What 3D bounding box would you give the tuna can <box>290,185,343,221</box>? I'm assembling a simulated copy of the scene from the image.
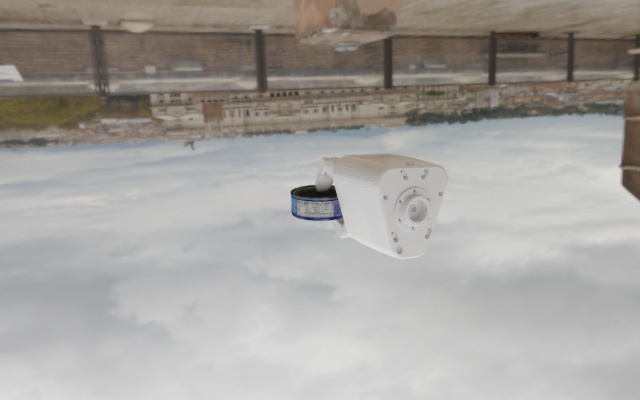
[{"bbox_3d":[0.000,0.003,0.679,0.086,0.034,0.086,-1,14,0],"label":"tuna can"}]
